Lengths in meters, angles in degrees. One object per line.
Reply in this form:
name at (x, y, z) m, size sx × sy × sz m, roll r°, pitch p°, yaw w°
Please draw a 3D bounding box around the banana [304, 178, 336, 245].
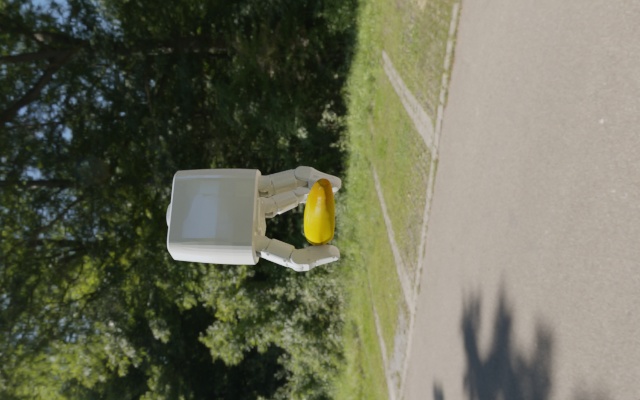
banana at (-0.001, 0.021, 0.582) m, size 0.037 × 0.069 × 0.198 m, roll 3°, pitch -6°, yaw 2°
